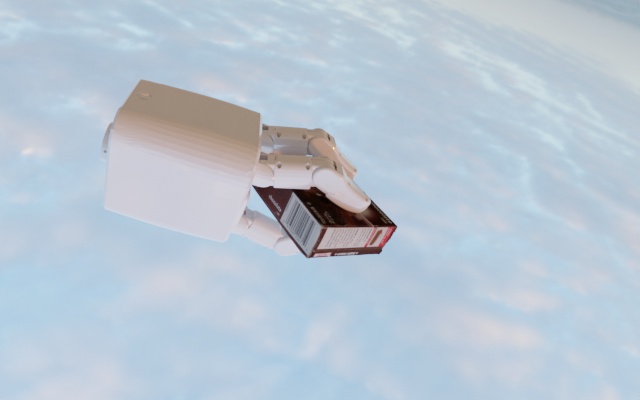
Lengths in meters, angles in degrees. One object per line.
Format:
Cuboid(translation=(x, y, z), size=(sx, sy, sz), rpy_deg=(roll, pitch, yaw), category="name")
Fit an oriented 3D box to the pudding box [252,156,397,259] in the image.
Cuboid(translation=(0.000, 0.002, 0.430), size=(0.090, 0.039, 0.113), rpy_deg=(1, 38, -41), category="pudding box")
